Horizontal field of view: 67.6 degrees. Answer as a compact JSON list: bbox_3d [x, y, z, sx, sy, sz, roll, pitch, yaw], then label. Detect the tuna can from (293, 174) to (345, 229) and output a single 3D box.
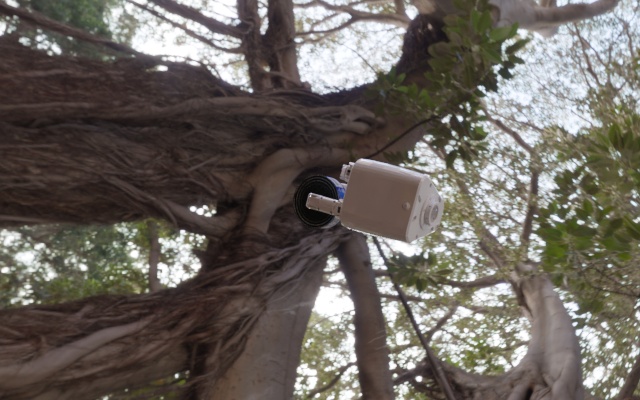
[{"bbox_3d":[0.000,0.003,0.767,0.086,0.086,0.034,0,-4,32],"label":"tuna can"}]
